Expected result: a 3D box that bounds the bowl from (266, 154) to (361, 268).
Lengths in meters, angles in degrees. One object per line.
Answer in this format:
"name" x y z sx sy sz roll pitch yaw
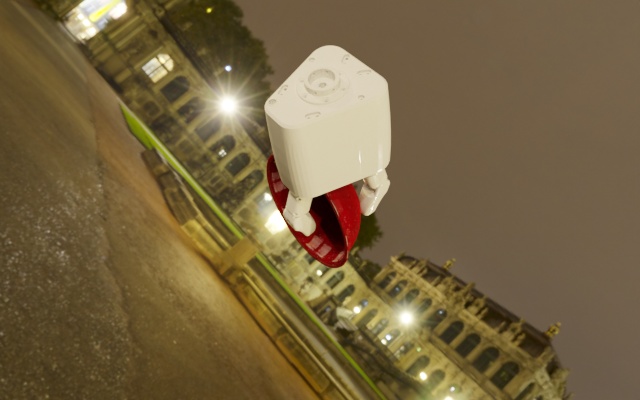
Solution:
"bowl" 0.000 0.002 0.596 0.055 0.162 0.162 -31 14 -25
